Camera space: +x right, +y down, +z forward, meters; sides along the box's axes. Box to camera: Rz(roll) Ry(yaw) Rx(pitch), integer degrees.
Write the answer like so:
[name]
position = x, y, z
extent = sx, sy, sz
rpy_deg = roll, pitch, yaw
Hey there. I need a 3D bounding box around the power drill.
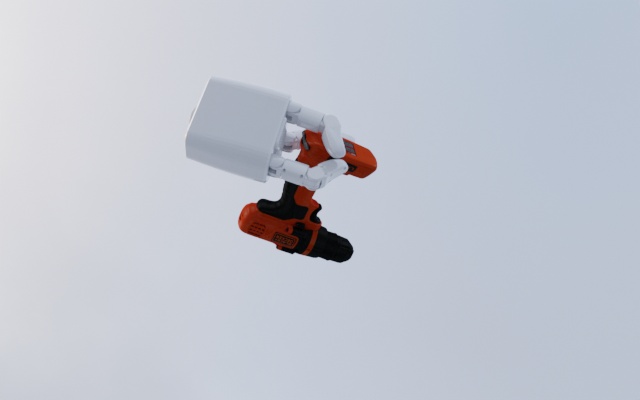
[power drill]
position = 0.000, 0.002, 0.671
extent = 0.184, 0.188, 0.057
rpy_deg = 20, 29, -23
